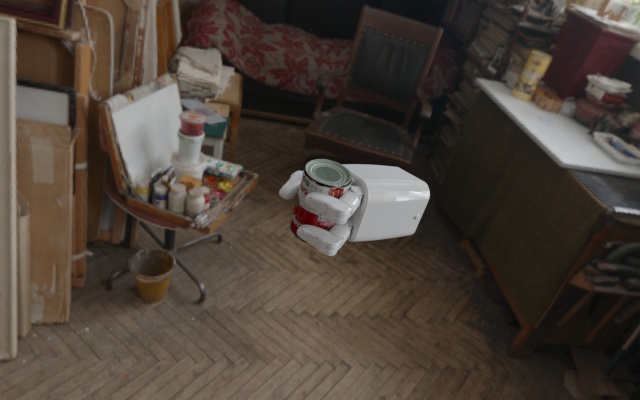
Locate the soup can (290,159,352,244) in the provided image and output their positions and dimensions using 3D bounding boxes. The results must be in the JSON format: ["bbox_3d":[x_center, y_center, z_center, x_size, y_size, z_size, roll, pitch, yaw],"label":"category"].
[{"bbox_3d":[0.000,0.002,0.666,0.068,0.102,0.068,10,35,-7],"label":"soup can"}]
